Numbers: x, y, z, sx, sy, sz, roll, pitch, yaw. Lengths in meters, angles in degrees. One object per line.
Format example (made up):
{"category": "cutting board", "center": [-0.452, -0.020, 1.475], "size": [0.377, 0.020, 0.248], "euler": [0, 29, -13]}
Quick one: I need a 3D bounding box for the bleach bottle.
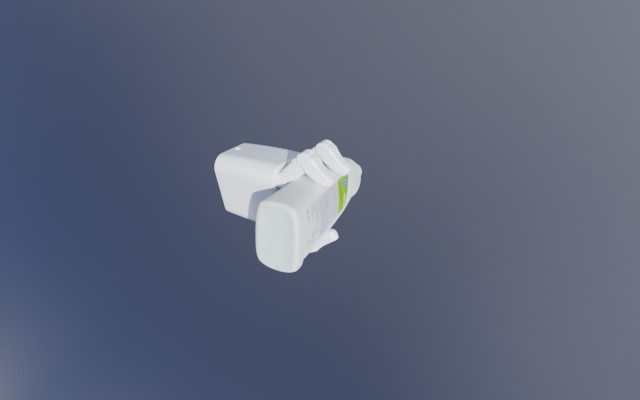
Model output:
{"category": "bleach bottle", "center": [0.000, 0.002, 0.704], "size": [0.068, 0.103, 0.250], "euler": [14, 27, 23]}
